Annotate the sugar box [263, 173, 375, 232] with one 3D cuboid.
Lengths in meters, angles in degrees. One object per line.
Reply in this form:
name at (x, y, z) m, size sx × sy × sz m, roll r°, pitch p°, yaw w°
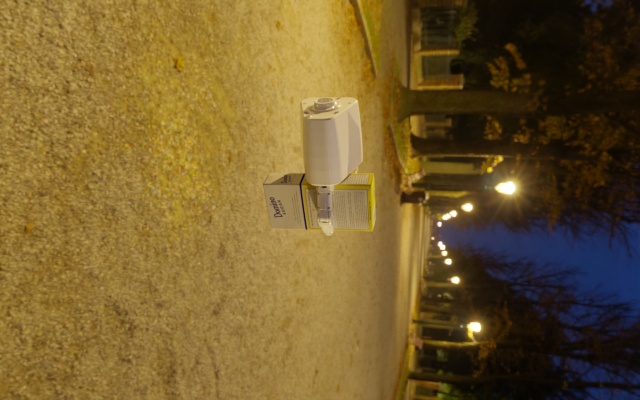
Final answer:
sugar box at (0.000, 0.002, 0.787) m, size 0.176 × 0.093 × 0.048 m, roll 3°, pitch 33°, yaw 13°
